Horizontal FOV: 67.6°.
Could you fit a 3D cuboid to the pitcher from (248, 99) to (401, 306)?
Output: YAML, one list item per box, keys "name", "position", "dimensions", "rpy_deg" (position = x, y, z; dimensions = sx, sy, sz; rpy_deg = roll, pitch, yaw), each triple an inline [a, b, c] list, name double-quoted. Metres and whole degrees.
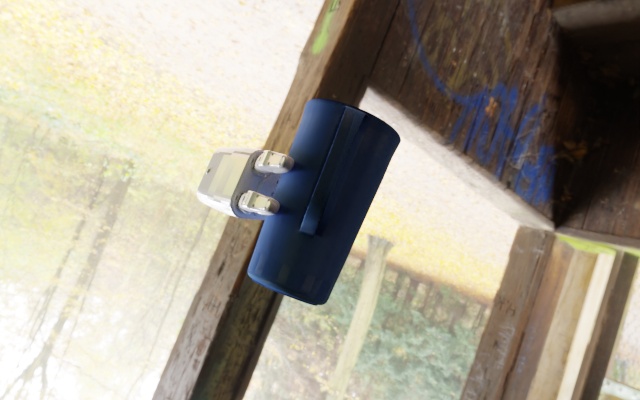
- name: "pitcher"
  position: [0.000, 0.002, 0.602]
  dimensions: [0.145, 0.243, 0.149]
  rpy_deg: [14, -11, 44]
